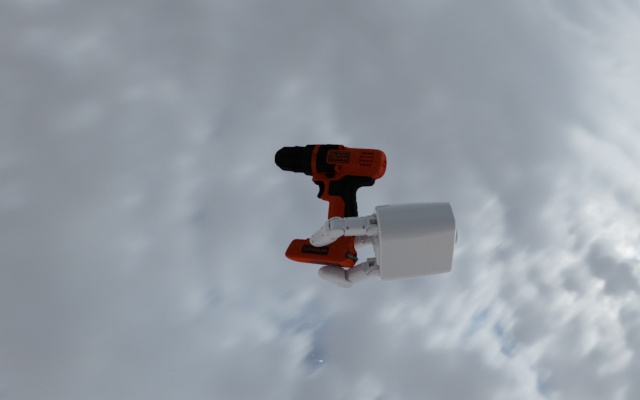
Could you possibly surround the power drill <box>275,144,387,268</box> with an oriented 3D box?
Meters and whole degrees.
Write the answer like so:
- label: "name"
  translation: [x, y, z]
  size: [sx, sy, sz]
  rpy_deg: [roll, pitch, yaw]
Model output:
- label: "power drill"
  translation: [0.000, 0.003, 0.732]
  size: [0.184, 0.187, 0.057]
  rpy_deg: [5, -13, 23]
